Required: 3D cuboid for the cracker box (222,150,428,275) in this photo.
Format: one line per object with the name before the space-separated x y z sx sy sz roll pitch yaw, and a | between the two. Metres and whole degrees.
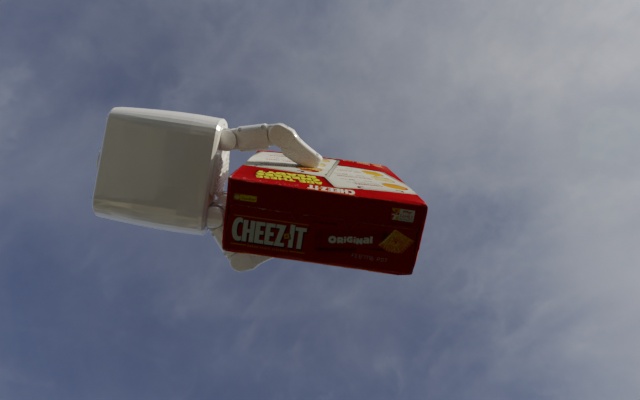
cracker box | 0.000 0.001 0.489 0.164 0.072 0.213 7 12 -3
